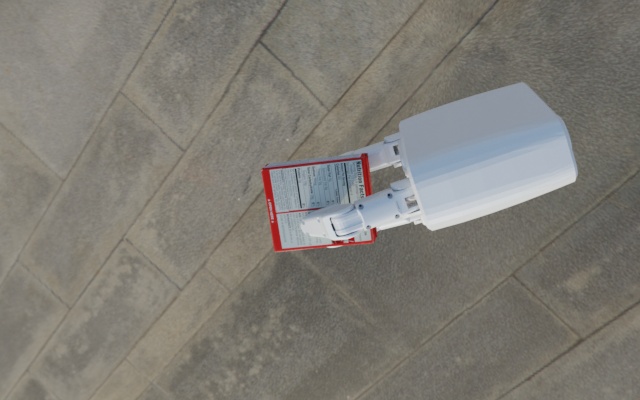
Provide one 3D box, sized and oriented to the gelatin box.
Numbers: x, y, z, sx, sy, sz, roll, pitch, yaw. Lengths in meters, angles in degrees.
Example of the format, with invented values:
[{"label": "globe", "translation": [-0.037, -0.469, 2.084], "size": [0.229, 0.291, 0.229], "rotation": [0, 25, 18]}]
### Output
[{"label": "gelatin box", "translation": [0.000, 0.001, 0.402], "size": [0.089, 0.073, 0.030], "rotation": [-6, 13, 9]}]
